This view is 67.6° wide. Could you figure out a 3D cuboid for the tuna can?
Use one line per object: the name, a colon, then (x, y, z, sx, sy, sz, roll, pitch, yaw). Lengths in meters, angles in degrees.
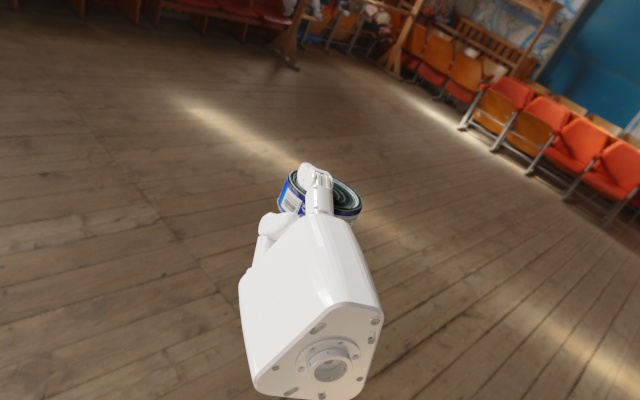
tuna can: (0.000, 0.001, 0.501, 0.086, 0.034, 0.086, 20, 24, -9)
